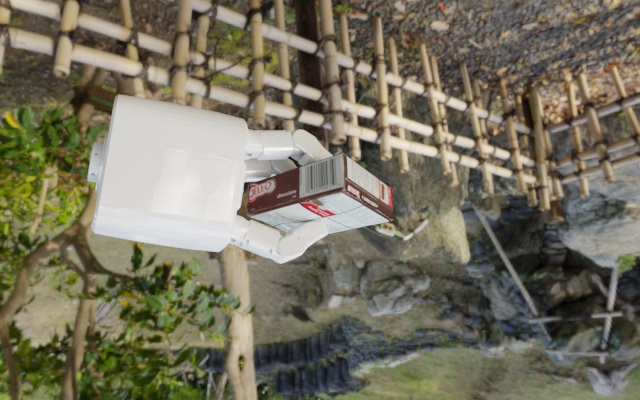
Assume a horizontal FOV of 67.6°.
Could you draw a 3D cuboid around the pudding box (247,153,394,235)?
[{"bbox_3d":[0.000,0.002,0.457,0.113,0.039,0.090,-13,-26,33],"label":"pudding box"}]
